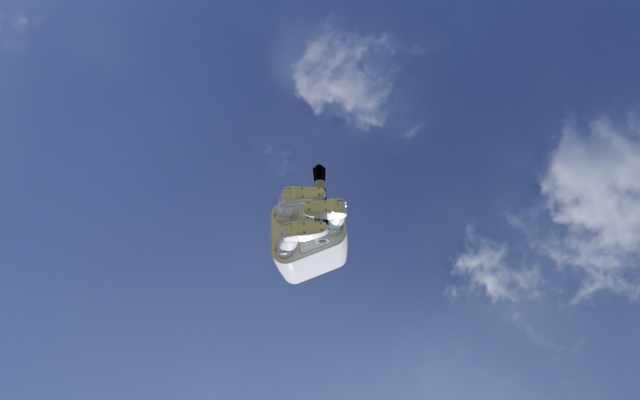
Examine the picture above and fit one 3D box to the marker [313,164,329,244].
[{"bbox_3d":[0.000,0.002,0.670,0.020,0.121,0.020,-2,-28,-1],"label":"marker"}]
